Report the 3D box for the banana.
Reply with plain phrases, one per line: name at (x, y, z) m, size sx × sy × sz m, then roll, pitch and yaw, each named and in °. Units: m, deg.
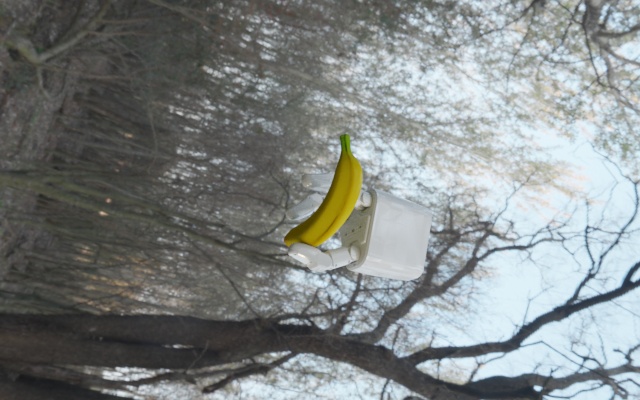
banana at (0.006, 0.013, 0.609) m, size 0.037 × 0.069 × 0.198 m, roll 11°, pitch -50°, yaw -27°
